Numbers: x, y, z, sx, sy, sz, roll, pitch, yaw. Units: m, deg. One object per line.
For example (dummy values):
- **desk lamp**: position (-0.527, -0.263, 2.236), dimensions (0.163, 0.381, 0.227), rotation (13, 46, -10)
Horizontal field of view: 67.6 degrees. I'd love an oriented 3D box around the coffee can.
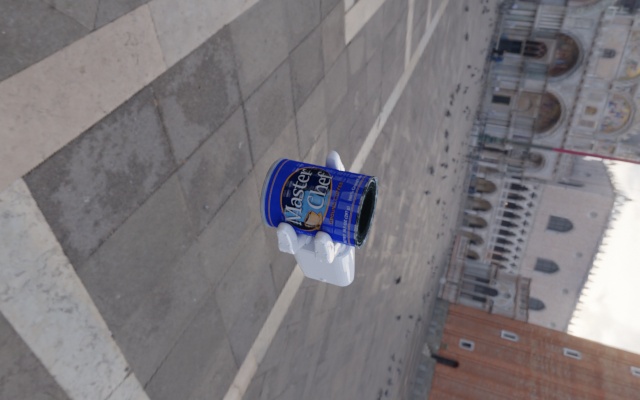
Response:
- **coffee can**: position (0.000, 0.002, 0.675), dimensions (0.140, 0.103, 0.103), rotation (13, 4, 17)
